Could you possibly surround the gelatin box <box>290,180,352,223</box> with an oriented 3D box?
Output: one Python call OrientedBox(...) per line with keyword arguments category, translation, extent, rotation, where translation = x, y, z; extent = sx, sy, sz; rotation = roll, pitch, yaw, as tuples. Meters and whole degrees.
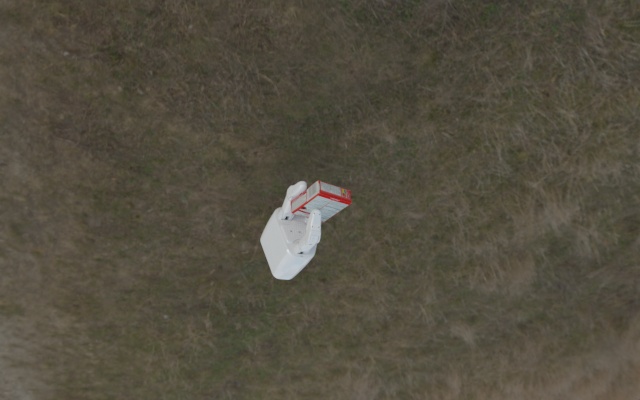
OrientedBox(category="gelatin box", translation=(0.000, 0.003, 0.857), extent=(0.073, 0.030, 0.089), rotation=(17, -36, -33))
